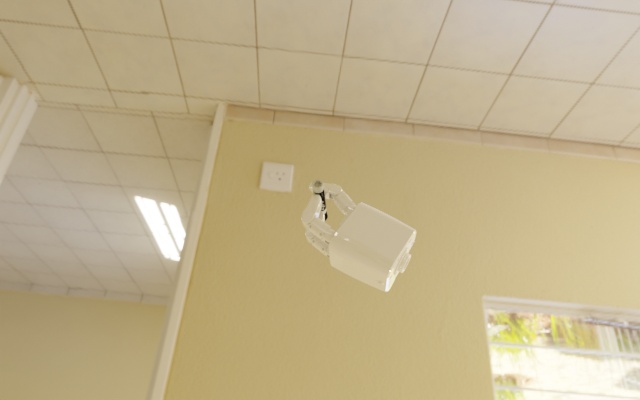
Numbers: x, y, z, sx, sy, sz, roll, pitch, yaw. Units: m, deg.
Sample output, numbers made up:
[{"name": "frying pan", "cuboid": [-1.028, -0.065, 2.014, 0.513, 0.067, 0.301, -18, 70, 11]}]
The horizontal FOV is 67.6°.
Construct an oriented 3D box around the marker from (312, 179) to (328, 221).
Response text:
[{"name": "marker", "cuboid": [0.000, 0.003, 0.837, 0.020, 0.020, 0.121, 0, -31, 6]}]
